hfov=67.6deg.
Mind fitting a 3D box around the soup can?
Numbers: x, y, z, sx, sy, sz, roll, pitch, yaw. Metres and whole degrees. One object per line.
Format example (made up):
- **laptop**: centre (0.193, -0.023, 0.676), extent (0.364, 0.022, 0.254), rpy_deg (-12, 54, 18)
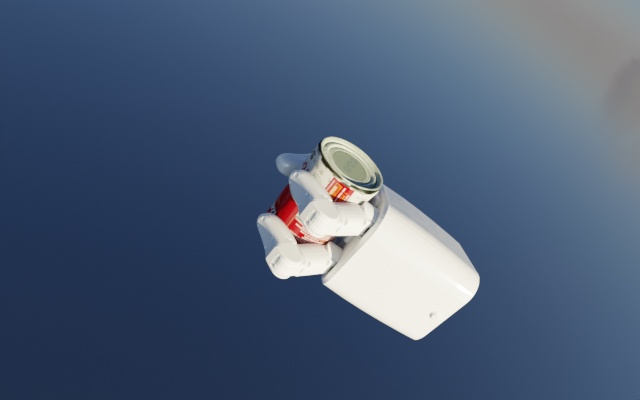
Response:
- **soup can**: centre (0.000, 0.001, 0.432), extent (0.068, 0.068, 0.102), rpy_deg (0, -41, -46)
